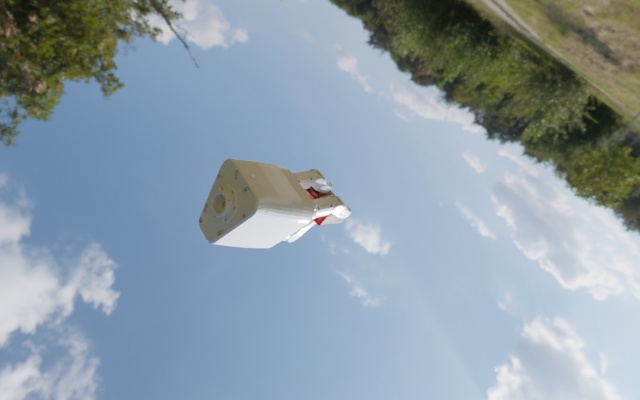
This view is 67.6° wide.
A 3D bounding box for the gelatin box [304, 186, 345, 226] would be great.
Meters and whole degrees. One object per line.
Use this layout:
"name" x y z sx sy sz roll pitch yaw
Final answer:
"gelatin box" 0.000 0.003 0.752 0.073 0.030 0.089 48 19 17
